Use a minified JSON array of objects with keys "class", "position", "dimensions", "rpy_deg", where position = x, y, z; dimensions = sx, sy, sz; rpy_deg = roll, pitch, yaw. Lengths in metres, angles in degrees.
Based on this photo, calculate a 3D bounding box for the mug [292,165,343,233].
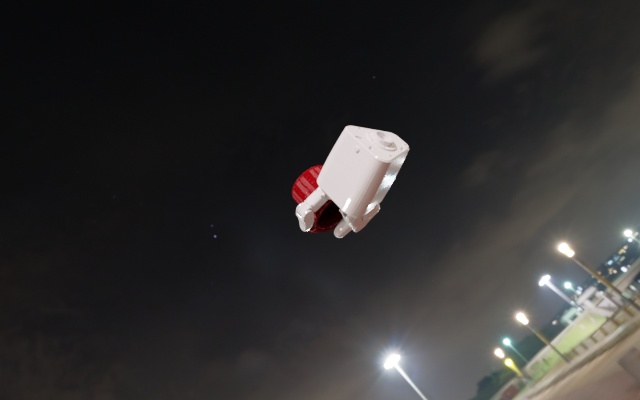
[{"class":"mug","position":[-0.001,0.004,0.830],"dimensions":[0.093,0.117,0.081],"rpy_deg":[-11,49,-45]}]
